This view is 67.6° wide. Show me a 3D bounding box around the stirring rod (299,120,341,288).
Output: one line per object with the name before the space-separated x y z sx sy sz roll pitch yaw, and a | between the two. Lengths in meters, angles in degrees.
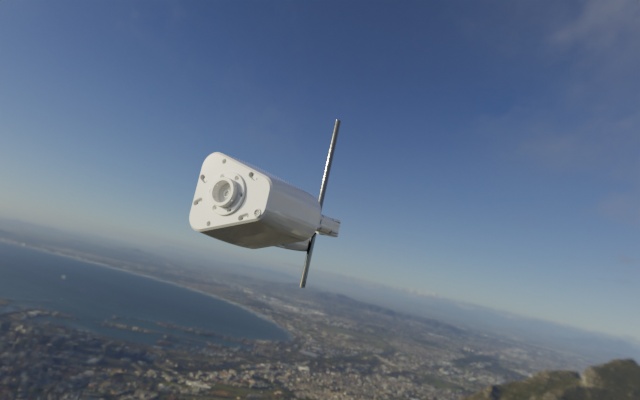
stirring rod | 0.000 0.002 0.665 0.011 0.239 0.011 12 -9 2
